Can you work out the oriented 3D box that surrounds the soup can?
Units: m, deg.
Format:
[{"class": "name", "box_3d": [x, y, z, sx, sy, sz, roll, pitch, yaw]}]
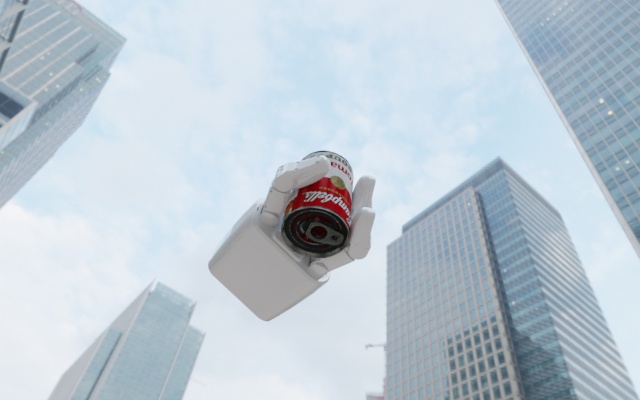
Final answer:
[{"class": "soup can", "box_3d": [0.000, 0.001, 0.507, 0.068, 0.069, 0.102, 0, 39, 8]}]
